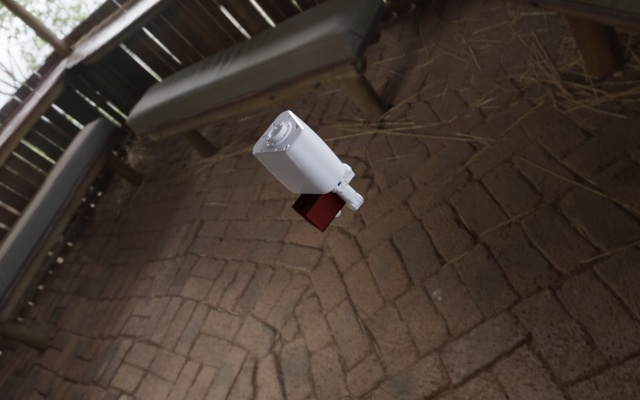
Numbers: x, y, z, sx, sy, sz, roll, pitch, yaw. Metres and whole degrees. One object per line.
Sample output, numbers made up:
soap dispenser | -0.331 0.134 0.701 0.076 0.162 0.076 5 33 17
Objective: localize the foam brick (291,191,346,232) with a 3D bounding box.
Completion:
foam brick | 0.000 0.003 0.804 0.051 0.078 0.053 43 -9 -35
